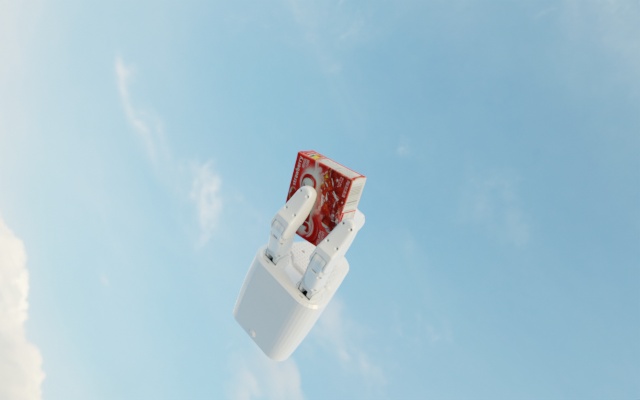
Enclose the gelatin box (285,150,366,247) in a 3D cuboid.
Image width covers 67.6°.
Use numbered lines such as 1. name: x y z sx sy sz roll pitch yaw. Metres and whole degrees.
1. gelatin box: 0.000 0.001 0.502 0.073 0.089 0.030 30 26 30
